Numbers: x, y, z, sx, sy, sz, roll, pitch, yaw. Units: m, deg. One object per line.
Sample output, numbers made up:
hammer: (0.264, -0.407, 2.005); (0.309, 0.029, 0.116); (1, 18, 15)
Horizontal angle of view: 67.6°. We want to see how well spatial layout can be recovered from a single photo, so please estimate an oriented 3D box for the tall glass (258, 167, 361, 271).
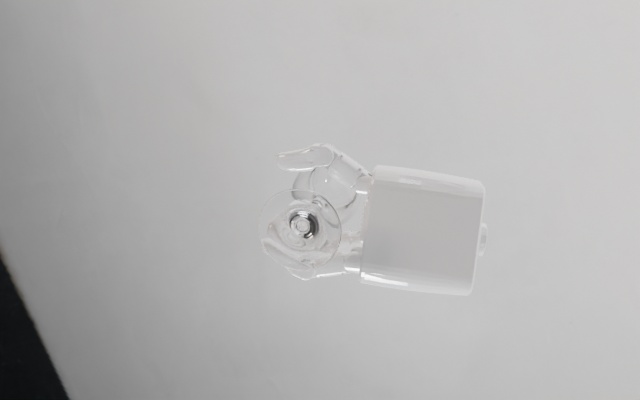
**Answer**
tall glass: (0.000, 0.002, 0.505); (0.079, 0.079, 0.201); (0, 14, 11)
